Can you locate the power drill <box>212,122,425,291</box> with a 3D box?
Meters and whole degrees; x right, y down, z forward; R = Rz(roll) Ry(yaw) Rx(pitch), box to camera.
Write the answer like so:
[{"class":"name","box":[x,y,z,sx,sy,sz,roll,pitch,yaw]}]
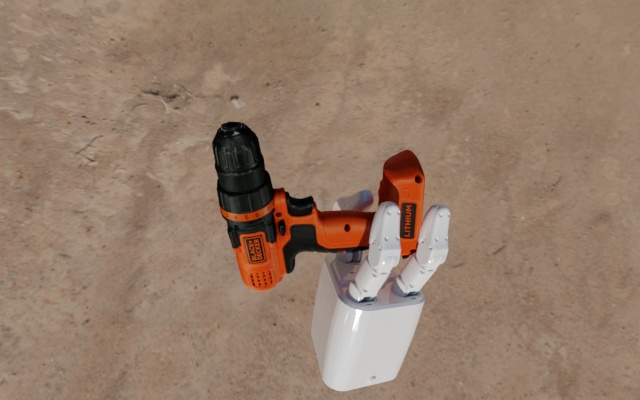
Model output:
[{"class":"power drill","box":[0.001,0.002,0.453,0.187,0.185,0.057,-7,38,-2]}]
